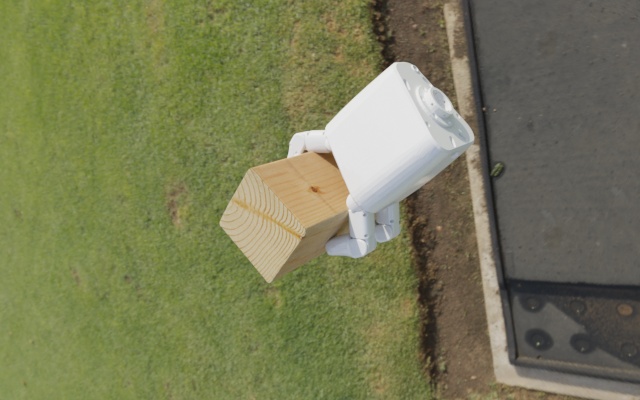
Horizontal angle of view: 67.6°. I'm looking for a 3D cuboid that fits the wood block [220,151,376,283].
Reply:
[{"bbox_3d":[0.000,0.001,0.557,0.206,0.091,0.090,-22,-27,-50],"label":"wood block"}]
